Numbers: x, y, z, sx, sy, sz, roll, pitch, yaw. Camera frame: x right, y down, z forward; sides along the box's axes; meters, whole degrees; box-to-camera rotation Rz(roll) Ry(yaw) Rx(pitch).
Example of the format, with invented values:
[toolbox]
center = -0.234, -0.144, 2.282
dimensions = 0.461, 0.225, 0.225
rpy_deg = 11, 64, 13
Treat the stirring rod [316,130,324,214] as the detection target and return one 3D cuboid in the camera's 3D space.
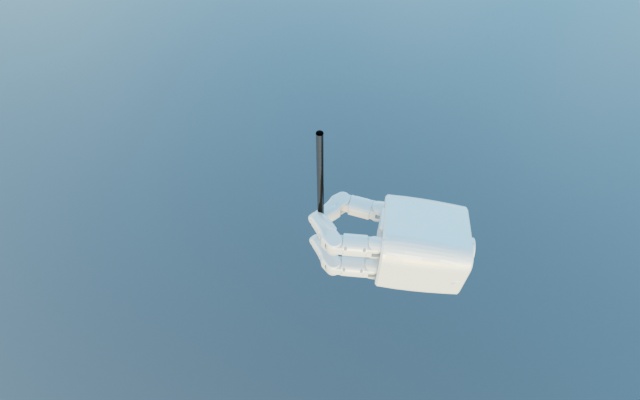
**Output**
[stirring rod]
center = 0.000, 0.002, 0.573
dimensions = 0.011, 0.011, 0.240
rpy_deg = 0, -35, 1
